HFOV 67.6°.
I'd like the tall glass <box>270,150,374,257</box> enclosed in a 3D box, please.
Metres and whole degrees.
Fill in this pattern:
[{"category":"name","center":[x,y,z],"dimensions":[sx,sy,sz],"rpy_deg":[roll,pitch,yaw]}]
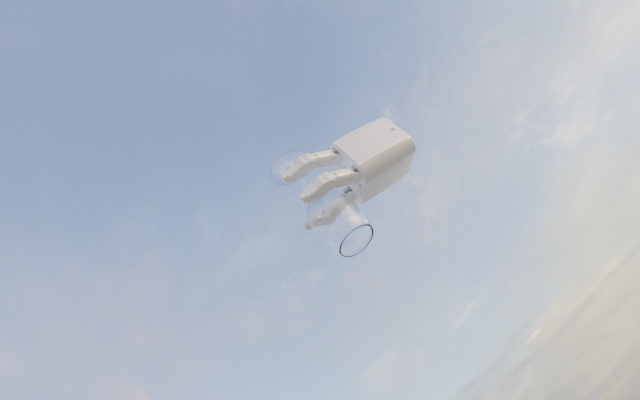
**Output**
[{"category":"tall glass","center":[0.000,0.002,0.761],"dimensions":[0.079,0.079,0.201],"rpy_deg":[0,36,-41]}]
